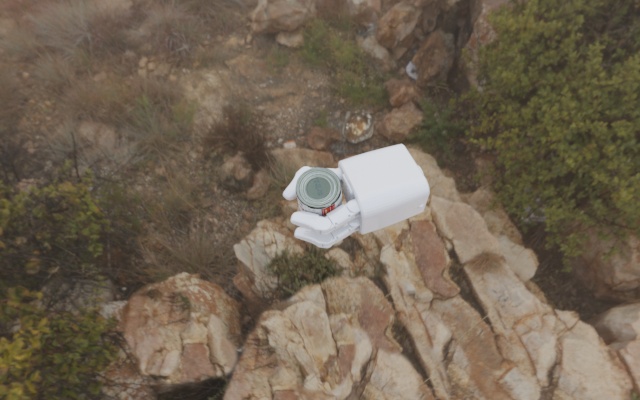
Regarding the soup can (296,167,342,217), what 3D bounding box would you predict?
[{"bbox_3d":[0.000,0.002,0.721,0.068,0.068,0.102,0,-25,4],"label":"soup can"}]
